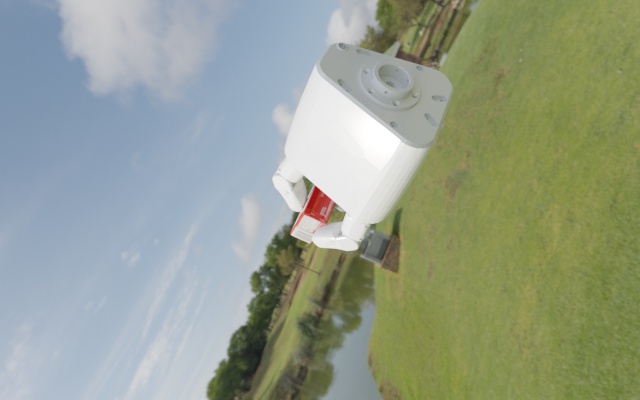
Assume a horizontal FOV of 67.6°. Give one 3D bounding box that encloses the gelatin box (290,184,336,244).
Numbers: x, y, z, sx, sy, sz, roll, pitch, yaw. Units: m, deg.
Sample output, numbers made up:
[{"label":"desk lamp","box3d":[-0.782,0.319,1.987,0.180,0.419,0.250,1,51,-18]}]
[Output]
[{"label":"gelatin box","box3d":[0.000,0.002,0.532,0.030,0.073,0.089,26,-23,-3]}]
